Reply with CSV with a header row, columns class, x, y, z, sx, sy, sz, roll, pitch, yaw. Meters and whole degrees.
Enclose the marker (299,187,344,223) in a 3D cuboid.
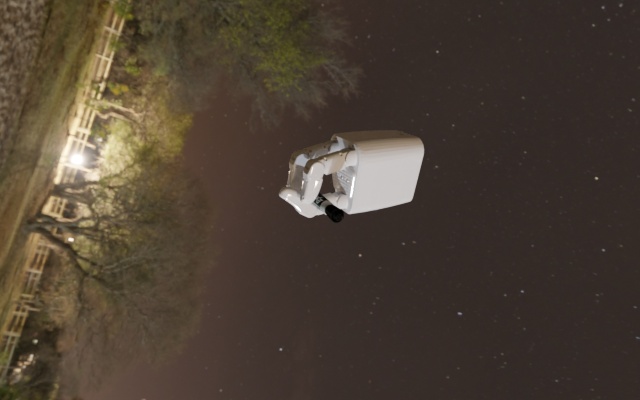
class,x,y,z,sx,sy,sz,roll,pitch,yaw
marker,0.000,0.002,0.640,0.020,0.020,0.121,0,18,-24
